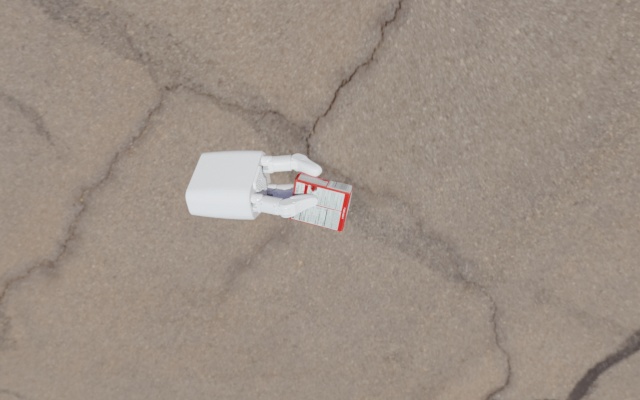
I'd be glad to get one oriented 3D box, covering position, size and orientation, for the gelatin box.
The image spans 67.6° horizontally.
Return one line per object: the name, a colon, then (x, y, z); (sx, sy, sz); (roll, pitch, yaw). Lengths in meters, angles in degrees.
gelatin box: (0.000, 0.003, 0.743); (0.089, 0.073, 0.030); (14, 32, 7)
